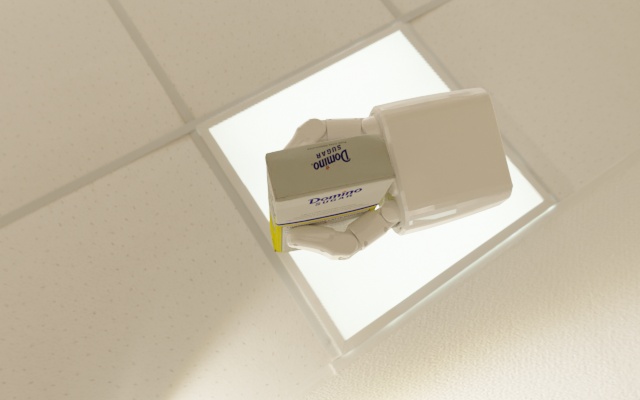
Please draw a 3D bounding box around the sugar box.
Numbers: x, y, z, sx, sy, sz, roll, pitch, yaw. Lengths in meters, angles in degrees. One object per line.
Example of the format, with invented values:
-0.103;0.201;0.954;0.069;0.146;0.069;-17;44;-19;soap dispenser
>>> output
0.000;0.001;0.428;0.093;0.048;0.176;-11;-19;-9;sugar box
